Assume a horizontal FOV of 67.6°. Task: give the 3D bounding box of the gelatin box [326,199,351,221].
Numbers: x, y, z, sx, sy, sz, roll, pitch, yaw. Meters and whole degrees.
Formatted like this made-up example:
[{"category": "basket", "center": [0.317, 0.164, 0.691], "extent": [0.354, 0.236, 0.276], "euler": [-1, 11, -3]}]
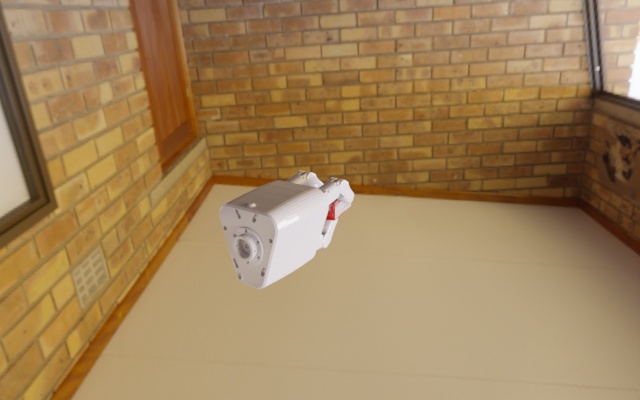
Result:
[{"category": "gelatin box", "center": [0.000, 0.003, 0.727], "extent": [0.073, 0.030, 0.089], "euler": [6, 16, 19]}]
